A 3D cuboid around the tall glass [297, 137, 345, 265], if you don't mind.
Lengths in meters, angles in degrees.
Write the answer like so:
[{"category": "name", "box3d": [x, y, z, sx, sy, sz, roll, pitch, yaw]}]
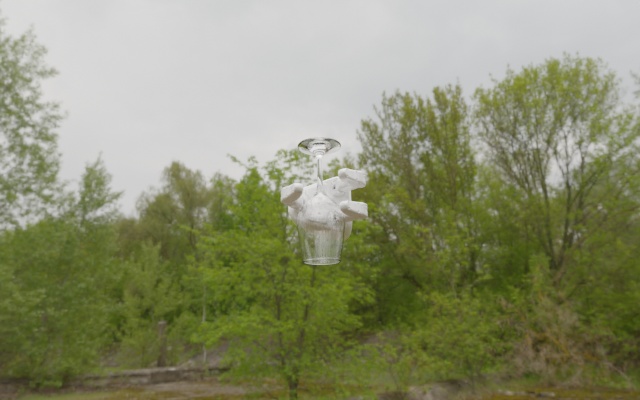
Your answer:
[{"category": "tall glass", "box3d": [0.000, 0.002, 0.785, 0.079, 0.201, 0.079, -1, -17, 0]}]
